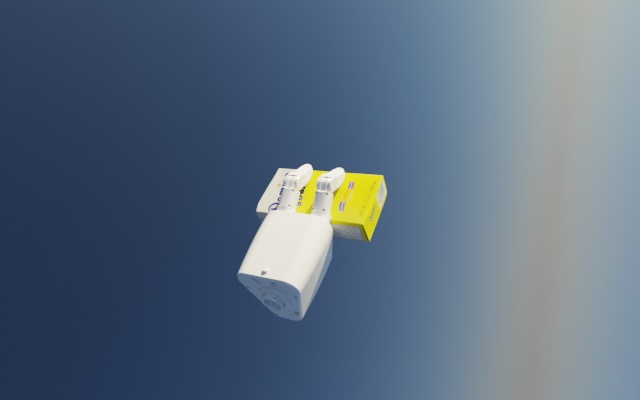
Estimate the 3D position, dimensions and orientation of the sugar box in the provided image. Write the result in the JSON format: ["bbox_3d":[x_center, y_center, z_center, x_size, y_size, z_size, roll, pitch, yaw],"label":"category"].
[{"bbox_3d":[0.000,0.002,0.698,0.176,0.093,0.048,7,-38,26],"label":"sugar box"}]
